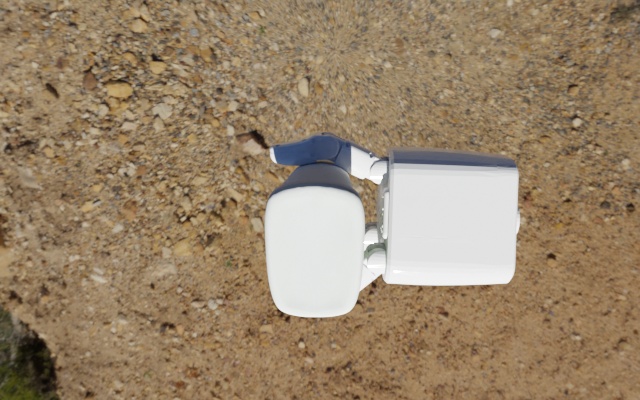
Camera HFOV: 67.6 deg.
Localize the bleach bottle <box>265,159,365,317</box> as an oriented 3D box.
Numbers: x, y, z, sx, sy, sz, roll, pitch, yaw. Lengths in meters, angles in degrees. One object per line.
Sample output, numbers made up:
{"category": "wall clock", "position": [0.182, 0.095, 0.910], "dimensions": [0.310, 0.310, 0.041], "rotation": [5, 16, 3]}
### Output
{"category": "bleach bottle", "position": [0.000, 0.002, 0.438], "dimensions": [0.068, 0.102, 0.250], "rotation": [1, 17, 2]}
